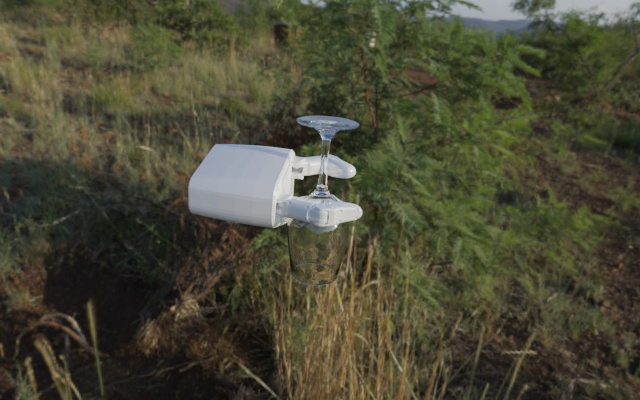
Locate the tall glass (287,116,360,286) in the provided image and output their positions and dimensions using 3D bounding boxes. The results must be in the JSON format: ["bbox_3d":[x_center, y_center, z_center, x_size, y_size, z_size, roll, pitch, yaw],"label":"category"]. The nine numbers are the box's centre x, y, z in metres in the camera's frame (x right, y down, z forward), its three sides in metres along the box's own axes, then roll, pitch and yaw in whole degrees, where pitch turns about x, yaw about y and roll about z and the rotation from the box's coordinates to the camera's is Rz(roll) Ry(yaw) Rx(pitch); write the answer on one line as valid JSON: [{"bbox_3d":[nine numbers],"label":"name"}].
[{"bbox_3d":[0.000,0.001,0.588,0.079,0.201,0.079,4,19,-1],"label":"tall glass"}]
